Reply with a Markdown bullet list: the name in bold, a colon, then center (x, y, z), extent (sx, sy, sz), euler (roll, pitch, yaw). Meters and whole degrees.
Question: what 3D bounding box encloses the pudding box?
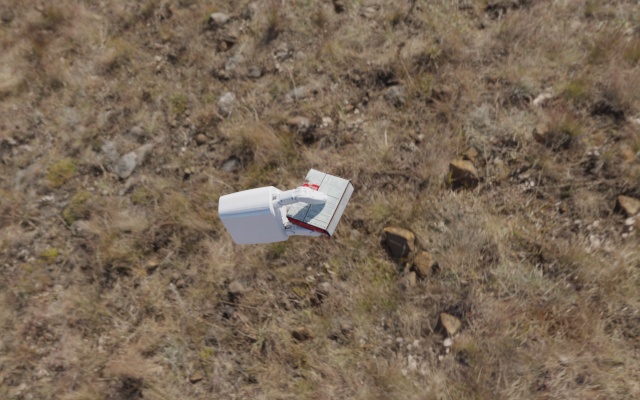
- **pudding box**: center (0.000, 0.003, 0.896), extent (0.090, 0.113, 0.039), euler (19, -17, 24)
